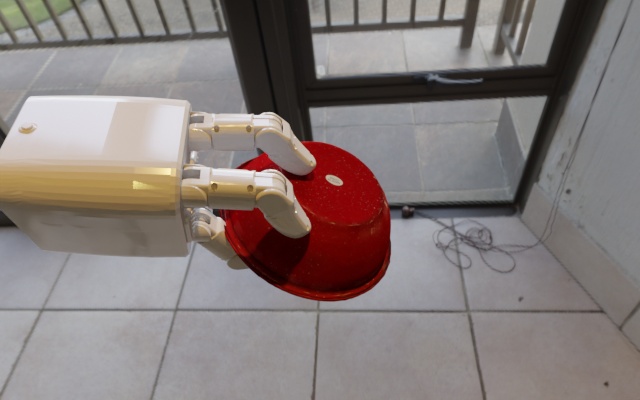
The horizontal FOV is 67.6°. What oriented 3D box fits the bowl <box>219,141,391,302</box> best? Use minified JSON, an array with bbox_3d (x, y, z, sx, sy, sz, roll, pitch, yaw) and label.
[{"bbox_3d":[0.001,0.001,0.405,0.162,0.162,0.055,0,-39,-30],"label":"bowl"}]
